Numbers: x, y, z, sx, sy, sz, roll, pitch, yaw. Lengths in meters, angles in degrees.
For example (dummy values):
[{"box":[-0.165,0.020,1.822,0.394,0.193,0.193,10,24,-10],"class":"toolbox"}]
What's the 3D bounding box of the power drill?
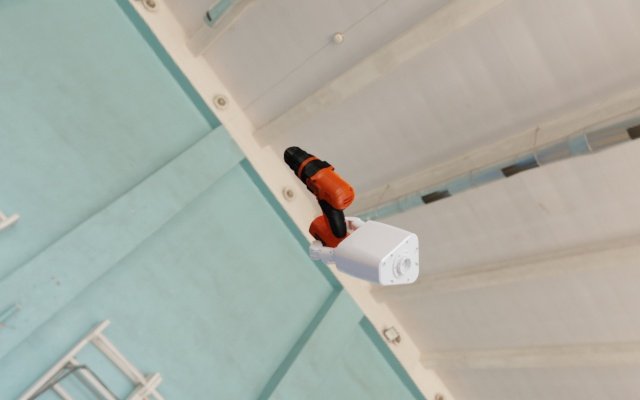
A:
[{"box":[0.000,0.003,0.891,0.057,0.188,0.184,-31,47,-18],"class":"power drill"}]
